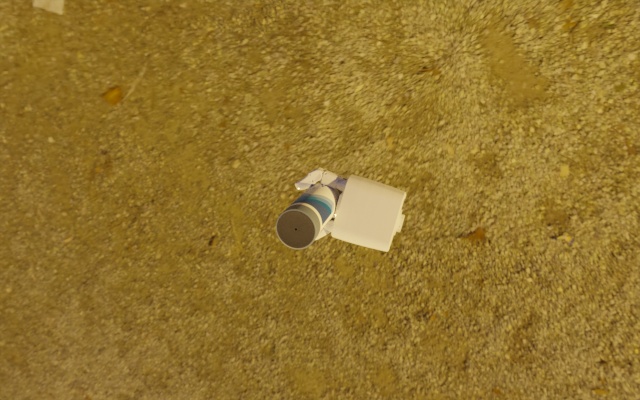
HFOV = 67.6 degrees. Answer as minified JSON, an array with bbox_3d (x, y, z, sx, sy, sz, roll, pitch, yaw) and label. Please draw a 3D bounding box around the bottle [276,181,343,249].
[{"bbox_3d":[0.000,0.003,0.869,0.069,0.069,0.295,0,17,16],"label":"bottle"}]
